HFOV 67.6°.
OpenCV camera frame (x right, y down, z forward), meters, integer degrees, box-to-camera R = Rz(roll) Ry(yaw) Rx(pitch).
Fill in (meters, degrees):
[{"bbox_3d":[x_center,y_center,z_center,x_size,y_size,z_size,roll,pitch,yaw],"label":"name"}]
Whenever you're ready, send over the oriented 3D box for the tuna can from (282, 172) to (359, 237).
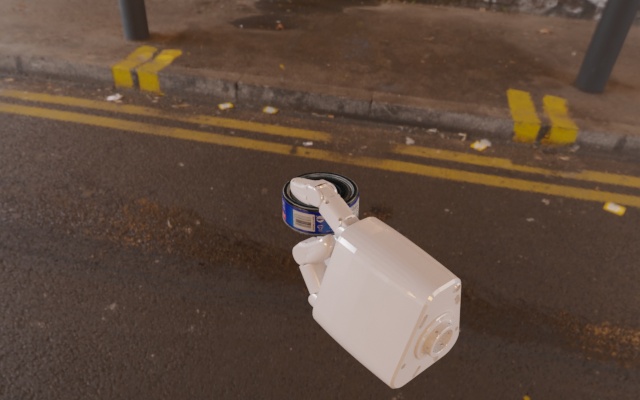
[{"bbox_3d":[0.000,0.001,0.528,0.086,0.034,0.086,0,32,0],"label":"tuna can"}]
